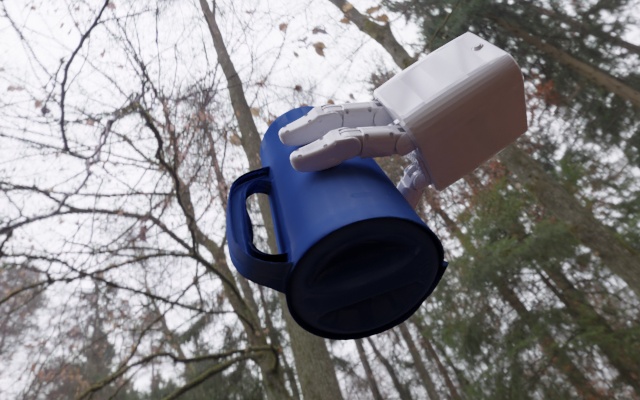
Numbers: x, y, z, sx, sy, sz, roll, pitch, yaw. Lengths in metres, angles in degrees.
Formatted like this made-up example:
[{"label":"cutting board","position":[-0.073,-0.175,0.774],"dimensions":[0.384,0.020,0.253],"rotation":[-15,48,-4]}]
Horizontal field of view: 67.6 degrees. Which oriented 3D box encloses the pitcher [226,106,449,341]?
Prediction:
[{"label":"pitcher","position":[0.000,0.001,0.465],"dimensions":[0.145,0.149,0.242],"rotation":[-34,37,8]}]
